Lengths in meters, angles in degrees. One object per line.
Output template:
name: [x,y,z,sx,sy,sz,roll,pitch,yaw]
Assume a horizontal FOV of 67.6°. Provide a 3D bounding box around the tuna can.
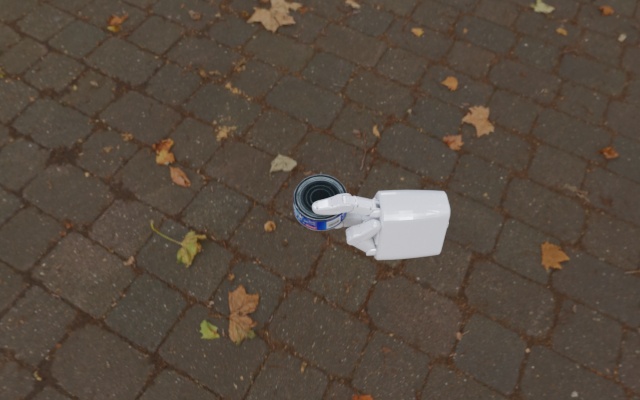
tuna can: [0.000,0.002,0.742,0.086,0.086,0.034,0,-31,0]
